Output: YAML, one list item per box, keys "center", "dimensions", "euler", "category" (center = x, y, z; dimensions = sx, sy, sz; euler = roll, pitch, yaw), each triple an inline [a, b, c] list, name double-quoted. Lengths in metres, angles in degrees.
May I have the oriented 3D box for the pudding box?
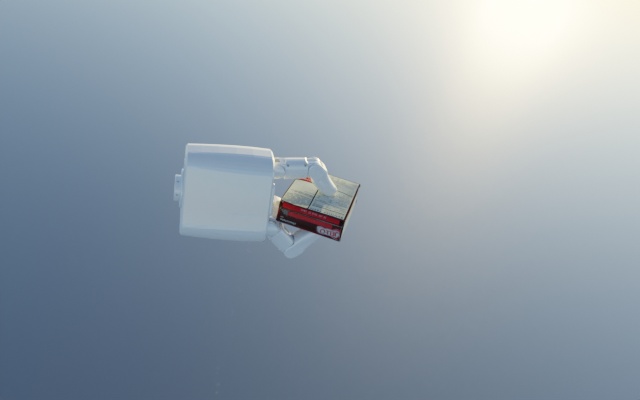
- center: [0.000, 0.002, 0.654]
  dimensions: [0.090, 0.039, 0.113]
  euler: [19, 33, 7]
  category: "pudding box"
